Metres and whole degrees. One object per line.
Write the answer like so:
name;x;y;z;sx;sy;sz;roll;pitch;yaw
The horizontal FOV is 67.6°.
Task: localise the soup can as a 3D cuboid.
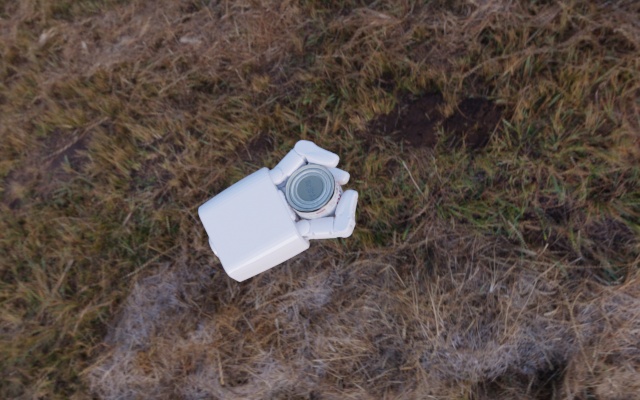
soup can;0.001;0.002;0.637;0.068;0.068;0.102;0;-22;18
